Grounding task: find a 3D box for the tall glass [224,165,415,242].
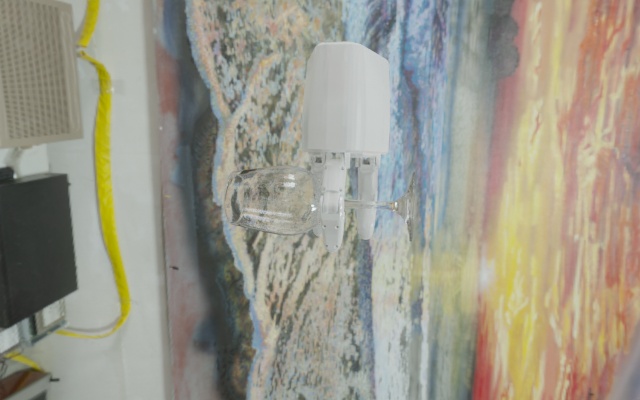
[{"bbox_3d":[0.001,0.002,0.522,0.201,0.079,0.079,3,0,9],"label":"tall glass"}]
